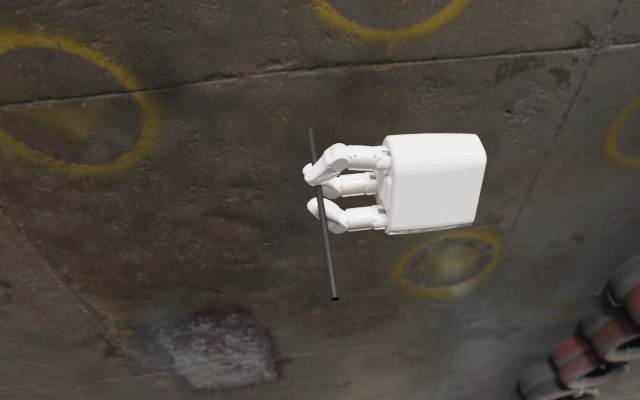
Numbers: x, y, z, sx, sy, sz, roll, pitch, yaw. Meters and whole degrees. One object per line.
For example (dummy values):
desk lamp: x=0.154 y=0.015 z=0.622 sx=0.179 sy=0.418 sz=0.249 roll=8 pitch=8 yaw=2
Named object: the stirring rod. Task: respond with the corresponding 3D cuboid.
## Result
stirring rod: x=0.000 y=0.002 z=0.527 sx=0.011 sy=0.239 sz=0.011 roll=-5 pitch=-40 yaw=-4
